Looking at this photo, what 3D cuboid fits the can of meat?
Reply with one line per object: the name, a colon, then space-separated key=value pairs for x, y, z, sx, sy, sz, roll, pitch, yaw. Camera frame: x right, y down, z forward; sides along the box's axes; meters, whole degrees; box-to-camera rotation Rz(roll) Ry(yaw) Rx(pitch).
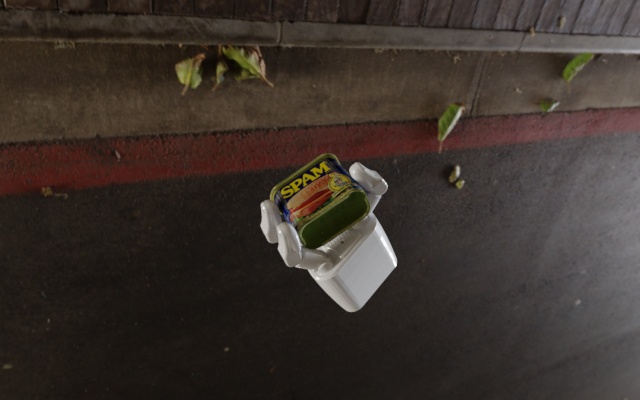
can of meat: x=0.000 y=0.002 z=0.593 sx=0.102 sy=0.057 sz=0.084 roll=-34 pitch=45 yaw=-3
